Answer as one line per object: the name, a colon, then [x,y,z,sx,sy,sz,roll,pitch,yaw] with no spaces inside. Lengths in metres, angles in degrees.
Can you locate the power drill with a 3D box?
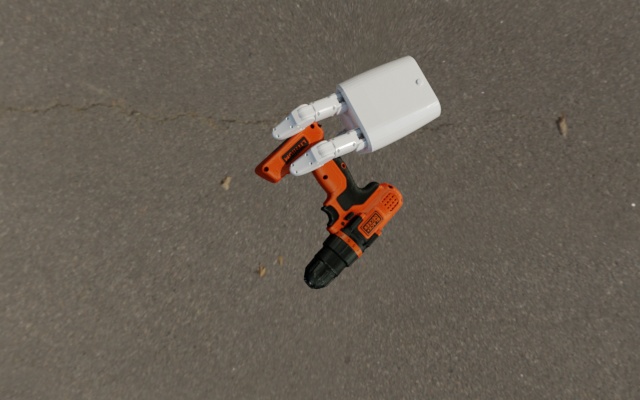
power drill: [0.000,0.002,0.651,0.184,0.188,0.057,-47,15,-15]
